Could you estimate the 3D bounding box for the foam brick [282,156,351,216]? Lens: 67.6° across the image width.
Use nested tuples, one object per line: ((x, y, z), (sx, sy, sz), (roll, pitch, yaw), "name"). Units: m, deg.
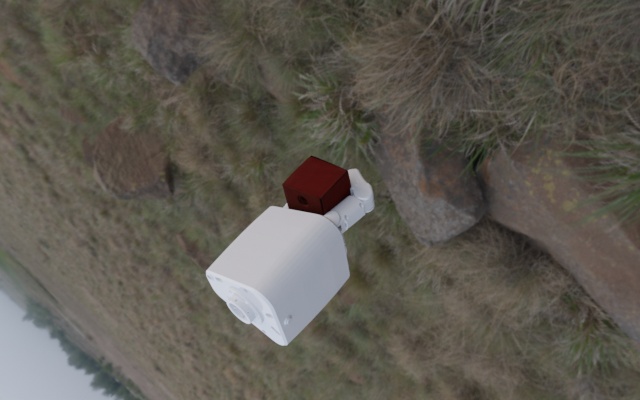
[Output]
((0.000, 0.001, 0.524), (0.053, 0.078, 0.051), (23, 53, 33), "foam brick")
